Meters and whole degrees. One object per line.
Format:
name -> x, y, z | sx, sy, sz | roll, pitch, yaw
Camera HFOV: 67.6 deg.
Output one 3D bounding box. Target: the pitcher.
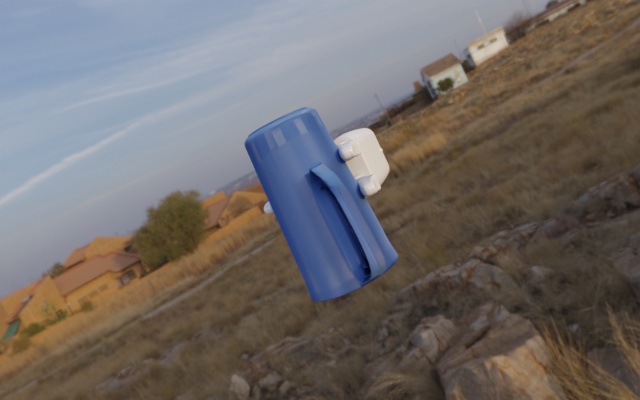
pitcher -> 0.000, 0.002, 0.640 | 0.149, 0.243, 0.145 | -24, 6, 28
